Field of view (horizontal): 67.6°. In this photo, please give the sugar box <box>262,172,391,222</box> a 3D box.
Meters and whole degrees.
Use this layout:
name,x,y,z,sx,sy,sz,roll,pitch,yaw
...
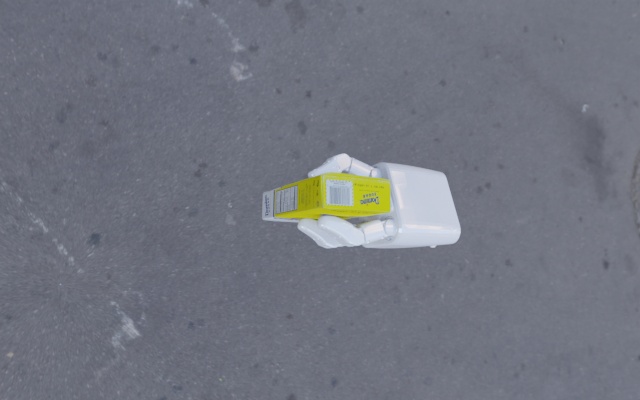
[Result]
name,x,y,z,sx,sy,sz,roll,pitch,yaw
sugar box,0.000,0.003,0.608,0.093,0.048,0.176,5,-11,-28
